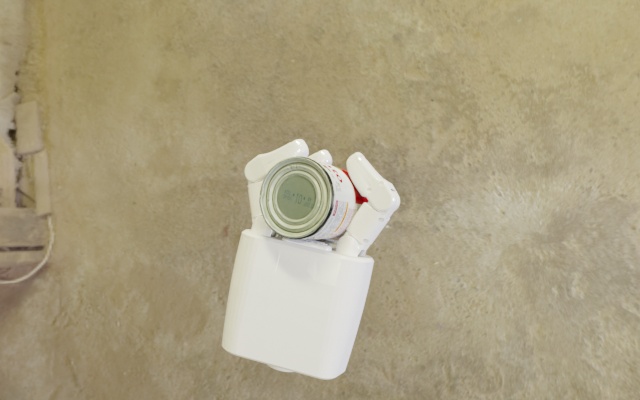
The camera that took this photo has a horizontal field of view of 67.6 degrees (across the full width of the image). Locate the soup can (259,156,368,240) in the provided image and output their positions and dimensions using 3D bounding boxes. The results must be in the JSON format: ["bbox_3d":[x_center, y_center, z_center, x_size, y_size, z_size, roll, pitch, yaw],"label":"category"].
[{"bbox_3d":[0.000,0.001,0.419,0.068,0.068,0.102,0,-4,25],"label":"soup can"}]
